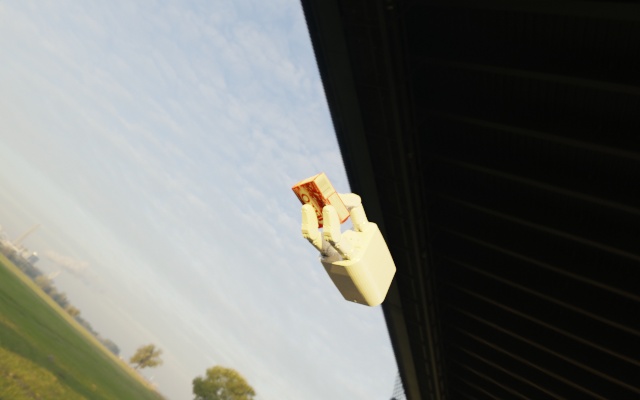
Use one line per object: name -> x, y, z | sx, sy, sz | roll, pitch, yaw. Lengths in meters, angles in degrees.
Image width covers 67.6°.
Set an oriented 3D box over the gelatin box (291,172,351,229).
gelatin box -> 0.000, 0.002, 0.803 | 0.030, 0.089, 0.073 | -40, 13, -32
